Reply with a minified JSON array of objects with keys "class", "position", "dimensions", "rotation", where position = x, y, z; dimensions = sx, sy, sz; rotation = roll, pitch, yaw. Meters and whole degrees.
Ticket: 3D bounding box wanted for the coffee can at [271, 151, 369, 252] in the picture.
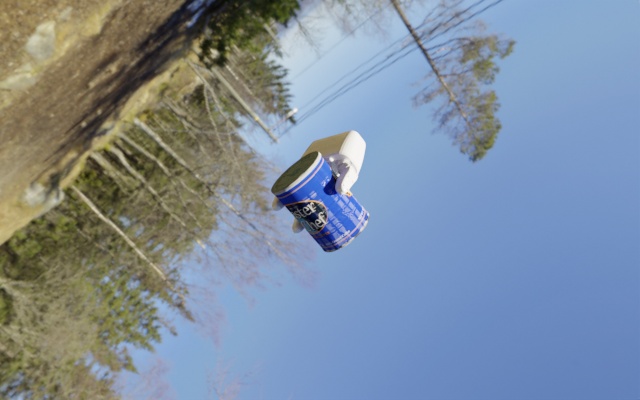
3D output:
[{"class":"coffee can","position":[0.000,0.003,0.807],"dimensions":[0.103,0.140,0.102],"rotation":[-36,18,14]}]
